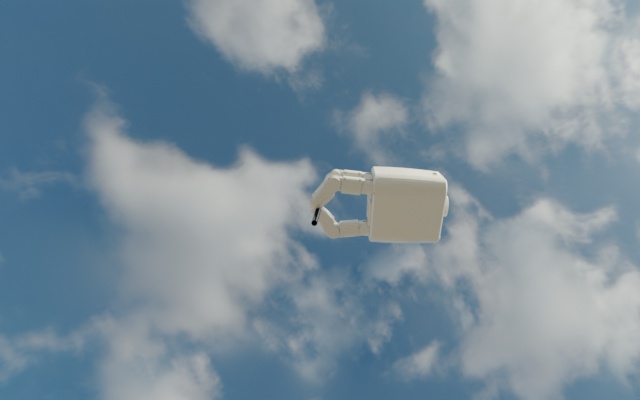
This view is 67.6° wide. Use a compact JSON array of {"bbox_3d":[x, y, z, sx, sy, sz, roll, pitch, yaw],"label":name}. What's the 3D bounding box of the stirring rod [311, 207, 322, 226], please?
[{"bbox_3d":[0.000,0.003,0.753,0.011,0.011,0.239,0,13,4],"label":"stirring rod"}]
